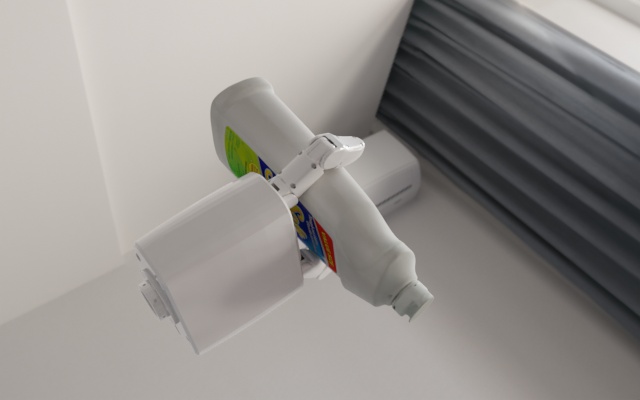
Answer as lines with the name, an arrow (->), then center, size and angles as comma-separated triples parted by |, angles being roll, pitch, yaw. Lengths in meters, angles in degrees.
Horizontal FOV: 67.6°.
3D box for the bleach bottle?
bleach bottle -> 0.000, 0.001, 0.423 | 0.068, 0.250, 0.103 | -32, -27, -26
